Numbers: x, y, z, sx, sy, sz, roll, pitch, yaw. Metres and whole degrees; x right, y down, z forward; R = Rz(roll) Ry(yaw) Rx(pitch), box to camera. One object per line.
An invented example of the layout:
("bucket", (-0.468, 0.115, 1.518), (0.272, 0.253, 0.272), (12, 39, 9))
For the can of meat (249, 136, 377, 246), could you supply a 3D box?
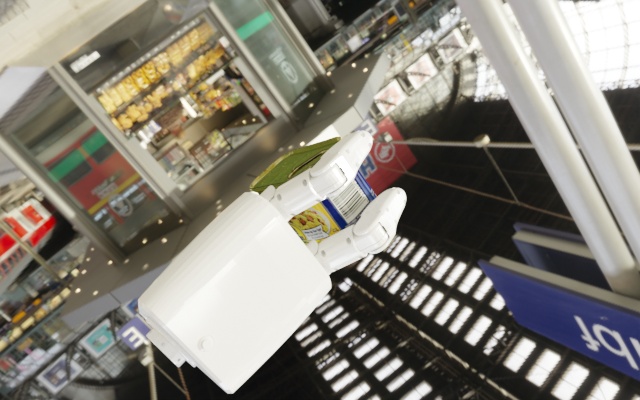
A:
("can of meat", (0.000, 0.002, 0.405), (0.057, 0.084, 0.102), (-46, 21, -28))
